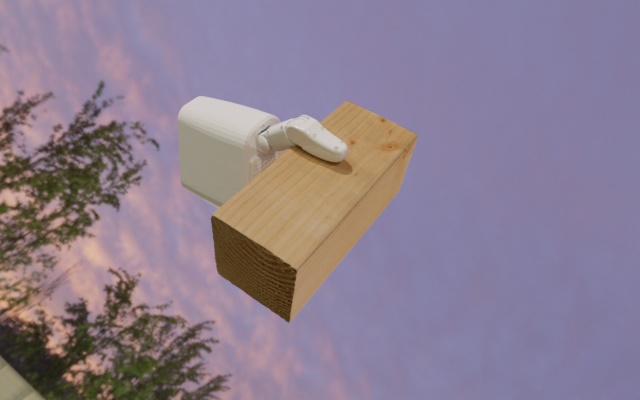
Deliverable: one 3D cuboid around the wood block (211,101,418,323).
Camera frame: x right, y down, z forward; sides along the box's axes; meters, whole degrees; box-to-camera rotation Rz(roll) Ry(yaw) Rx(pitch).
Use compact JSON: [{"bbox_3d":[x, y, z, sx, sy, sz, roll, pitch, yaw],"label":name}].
[{"bbox_3d":[0.000,0.001,0.466,0.090,0.091,0.206,30,52,18],"label":"wood block"}]
